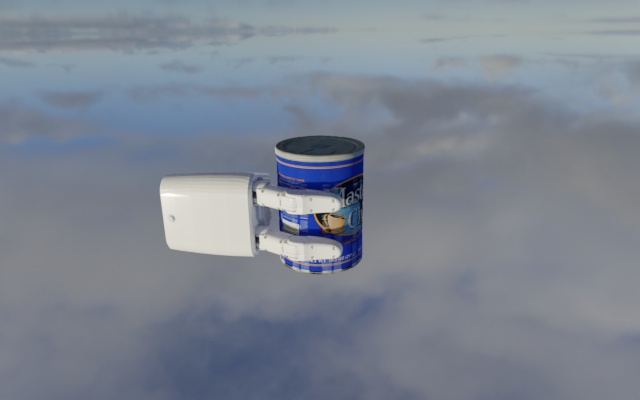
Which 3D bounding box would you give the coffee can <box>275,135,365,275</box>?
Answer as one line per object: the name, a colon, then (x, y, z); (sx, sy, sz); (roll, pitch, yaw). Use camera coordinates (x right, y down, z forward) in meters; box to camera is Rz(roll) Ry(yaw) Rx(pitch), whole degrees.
coffee can: (0.000, 0.002, 0.569); (0.103, 0.140, 0.102); (-1, 20, 0)
